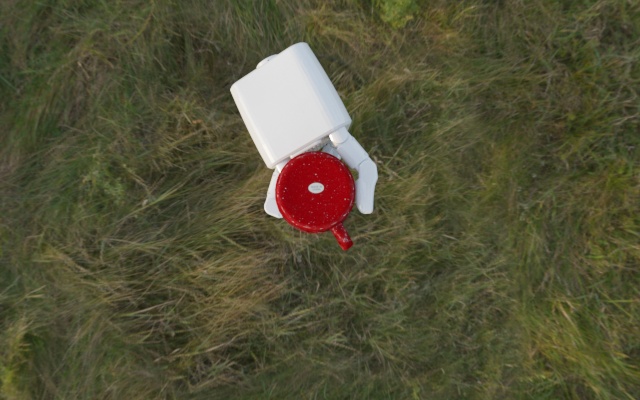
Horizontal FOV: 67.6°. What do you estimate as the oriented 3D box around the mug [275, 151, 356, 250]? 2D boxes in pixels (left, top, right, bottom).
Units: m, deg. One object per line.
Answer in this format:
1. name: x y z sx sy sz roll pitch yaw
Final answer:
1. mug: 0.001 0.003 0.513 0.093 0.117 0.081 -29 0 -1
